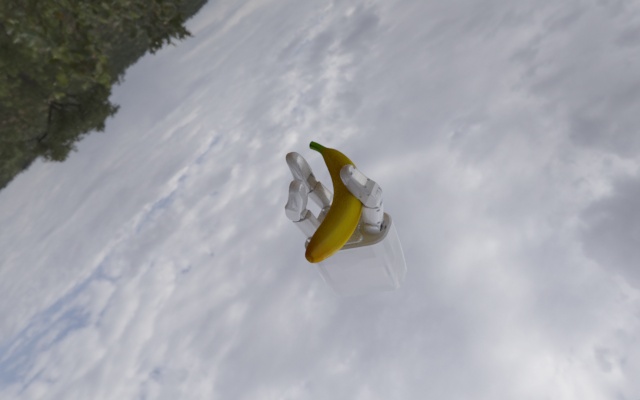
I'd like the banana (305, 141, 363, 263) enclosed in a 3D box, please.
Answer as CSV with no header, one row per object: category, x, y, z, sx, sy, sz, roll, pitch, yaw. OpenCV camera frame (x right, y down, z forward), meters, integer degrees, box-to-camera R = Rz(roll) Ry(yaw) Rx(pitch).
banana,0.019,-0.001,0.579,0.069,0.037,0.197,-2,44,2
